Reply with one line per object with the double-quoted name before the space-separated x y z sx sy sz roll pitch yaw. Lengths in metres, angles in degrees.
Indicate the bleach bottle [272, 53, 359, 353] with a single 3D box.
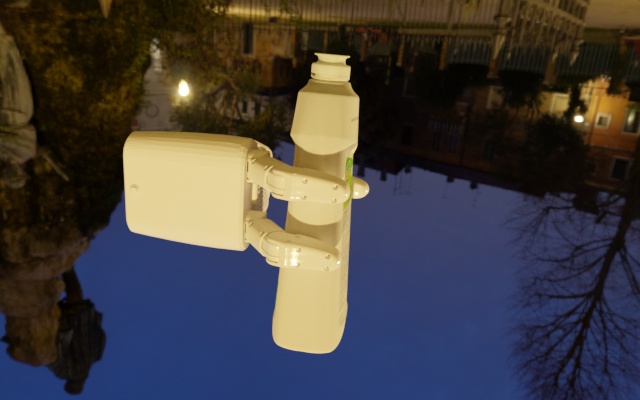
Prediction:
"bleach bottle" 0.000 0.001 0.422 0.068 0.251 0.102 7 18 5
